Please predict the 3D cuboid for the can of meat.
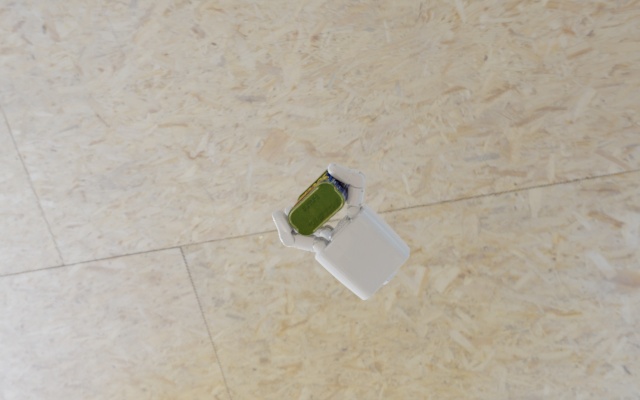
[{"bbox_3d":[0.000,0.002,0.759,0.102,0.057,0.084,-43,5,20],"label":"can of meat"}]
